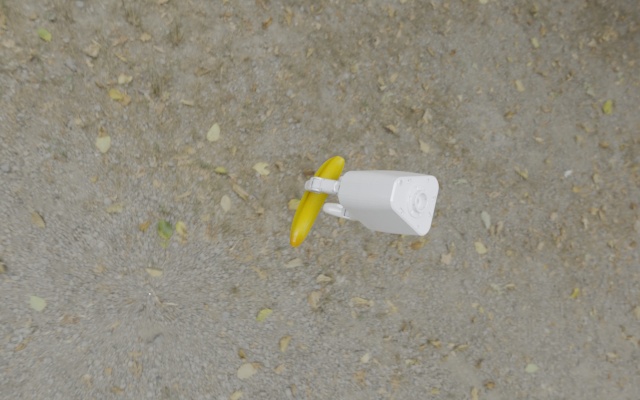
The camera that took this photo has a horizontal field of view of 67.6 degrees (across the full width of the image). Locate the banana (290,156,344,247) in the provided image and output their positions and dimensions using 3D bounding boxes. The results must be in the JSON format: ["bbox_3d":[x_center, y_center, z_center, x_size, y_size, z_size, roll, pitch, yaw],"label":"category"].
[{"bbox_3d":[-0.002,-0.009,0.842,0.037,0.197,0.070,21,-24,24],"label":"banana"}]
